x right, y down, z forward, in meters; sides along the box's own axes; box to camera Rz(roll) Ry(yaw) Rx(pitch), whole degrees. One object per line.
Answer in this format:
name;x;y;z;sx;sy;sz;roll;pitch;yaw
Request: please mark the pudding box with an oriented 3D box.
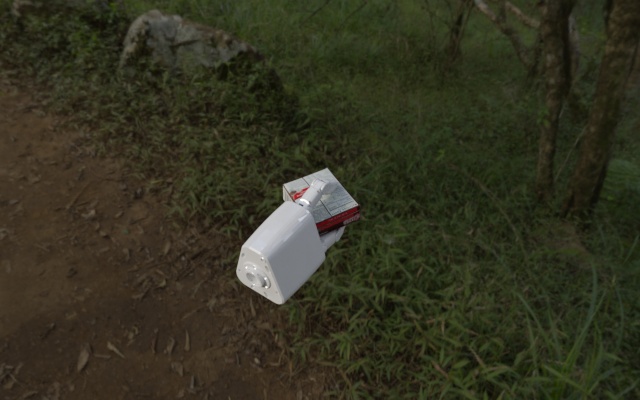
pudding box;0.000;0.002;0.785;0.090;0.039;0.113;-21;49;-18
